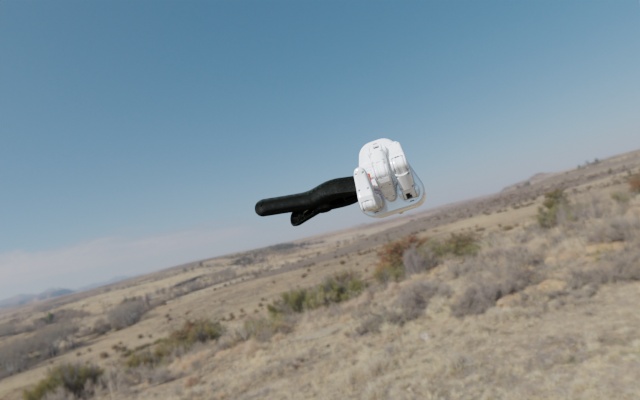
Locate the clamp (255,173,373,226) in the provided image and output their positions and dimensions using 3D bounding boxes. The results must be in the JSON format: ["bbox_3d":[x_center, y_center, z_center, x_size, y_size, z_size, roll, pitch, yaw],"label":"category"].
[{"bbox_3d":[0.000,0.002,0.717,0.171,0.039,0.120,-14,-11,14],"label":"clamp"}]
